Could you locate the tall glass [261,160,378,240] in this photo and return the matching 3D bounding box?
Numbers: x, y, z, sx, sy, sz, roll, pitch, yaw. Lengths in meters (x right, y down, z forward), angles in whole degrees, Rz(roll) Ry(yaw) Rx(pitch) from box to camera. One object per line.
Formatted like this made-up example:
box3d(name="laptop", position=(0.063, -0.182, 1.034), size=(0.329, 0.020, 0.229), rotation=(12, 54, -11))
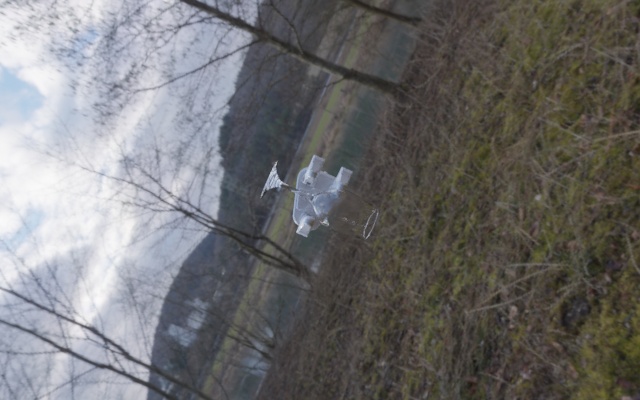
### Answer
box3d(name="tall glass", position=(-0.001, 0.003, 0.852), size=(0.201, 0.079, 0.079), rotation=(24, -2, -3))
